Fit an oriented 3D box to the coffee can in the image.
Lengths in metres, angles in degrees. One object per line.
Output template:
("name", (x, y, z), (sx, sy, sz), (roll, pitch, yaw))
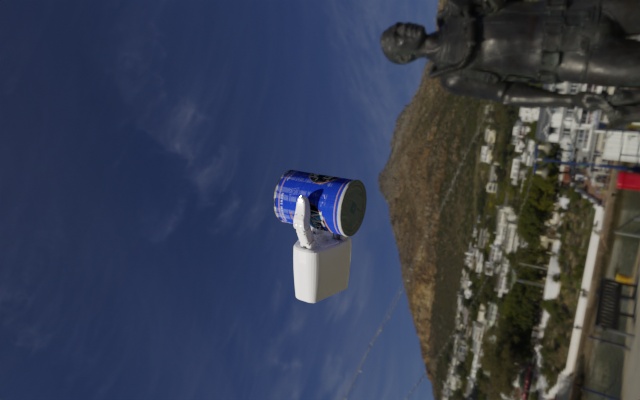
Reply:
("coffee can", (0.000, 0.003, 0.879), (0.140, 0.103, 0.103), (11, 5, 29))
